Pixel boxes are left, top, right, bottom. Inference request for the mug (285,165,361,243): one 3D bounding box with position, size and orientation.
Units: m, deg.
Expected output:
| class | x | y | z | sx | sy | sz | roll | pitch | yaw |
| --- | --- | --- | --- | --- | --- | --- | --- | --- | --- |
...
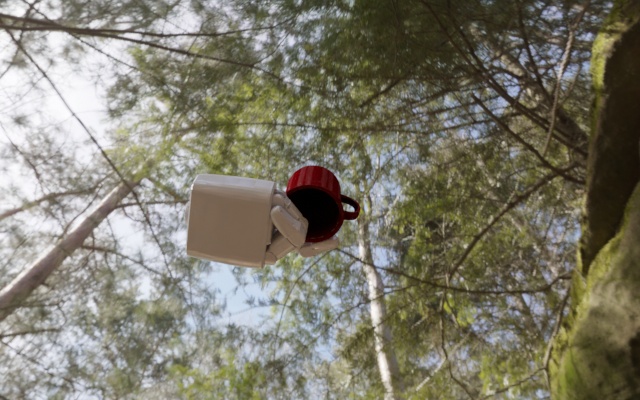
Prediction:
| class | x | y | z | sx | sy | sz | roll | pitch | yaw |
| --- | --- | --- | --- | --- | --- | --- | --- | --- | --- |
| mug | 0.002 | 0.002 | 0.690 | 0.117 | 0.093 | 0.081 | 8 | 29 | -1 |
